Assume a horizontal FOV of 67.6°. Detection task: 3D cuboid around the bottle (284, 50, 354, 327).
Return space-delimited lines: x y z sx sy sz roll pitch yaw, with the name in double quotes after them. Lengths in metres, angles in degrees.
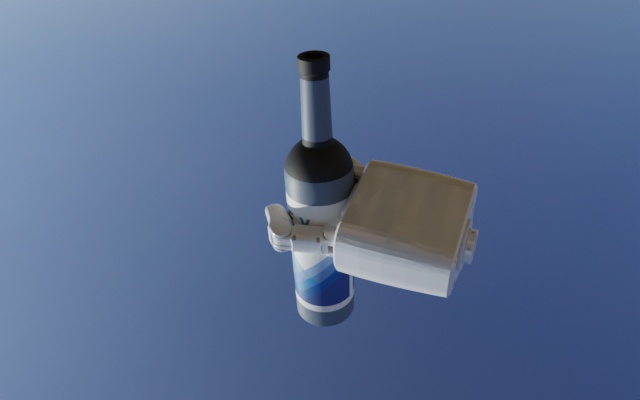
0.000 0.002 0.475 0.069 0.296 0.069 -2 35 1 "bottle"
